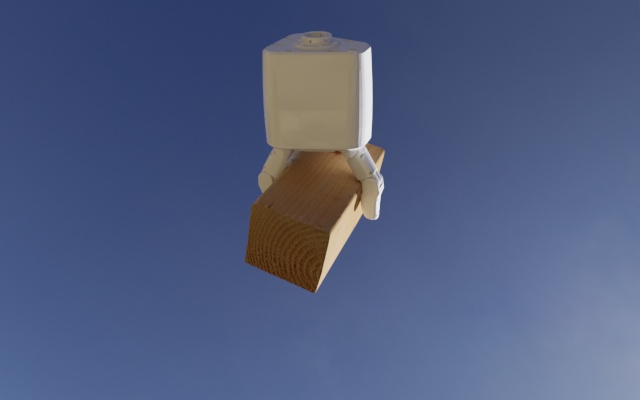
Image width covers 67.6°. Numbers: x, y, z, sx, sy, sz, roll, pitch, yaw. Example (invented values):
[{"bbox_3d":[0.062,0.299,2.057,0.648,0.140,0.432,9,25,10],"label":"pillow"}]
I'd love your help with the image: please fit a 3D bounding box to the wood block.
[{"bbox_3d":[0.000,0.002,0.584,0.091,0.090,0.206,22,37,12],"label":"wood block"}]
